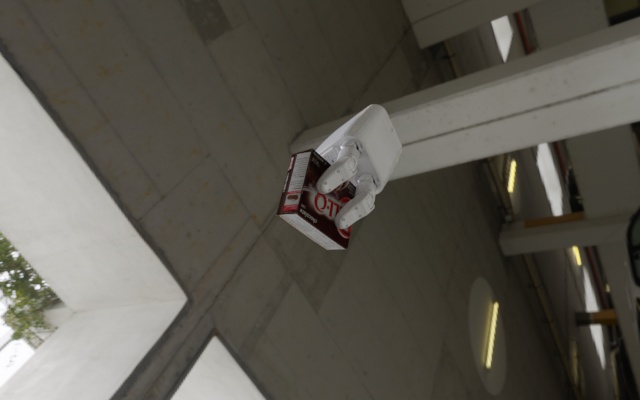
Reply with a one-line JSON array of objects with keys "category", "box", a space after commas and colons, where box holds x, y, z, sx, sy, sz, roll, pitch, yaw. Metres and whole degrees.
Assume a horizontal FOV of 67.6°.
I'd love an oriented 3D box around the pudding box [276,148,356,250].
[{"category": "pudding box", "box": [0.000, 0.002, 0.608, 0.039, 0.090, 0.113, -10, -32, 38]}]
